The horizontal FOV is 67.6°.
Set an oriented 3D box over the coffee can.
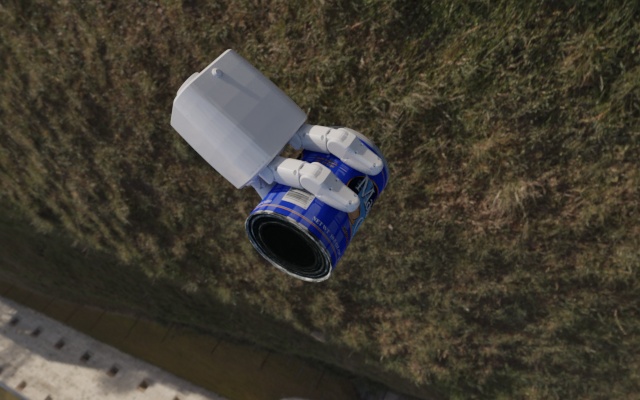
[{"bbox_3d":[0.000,0.002,0.518,0.103,0.103,0.140,0,43,41],"label":"coffee can"}]
